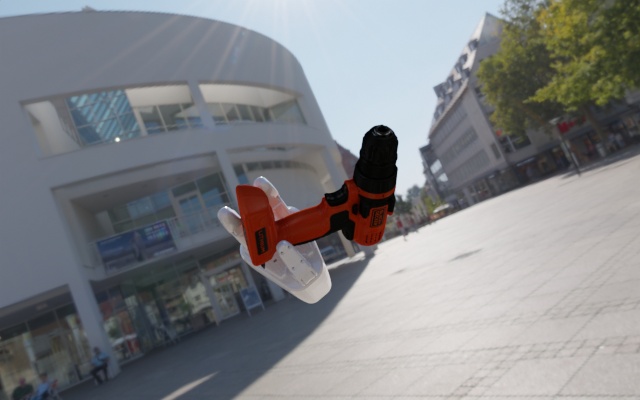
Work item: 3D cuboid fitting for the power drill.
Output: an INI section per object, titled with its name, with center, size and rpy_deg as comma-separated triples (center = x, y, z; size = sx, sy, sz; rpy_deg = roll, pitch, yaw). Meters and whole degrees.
[power drill]
center = 0.000, 0.002, 0.559
size = 0.187, 0.185, 0.057
rpy_deg = -12, 47, -12
